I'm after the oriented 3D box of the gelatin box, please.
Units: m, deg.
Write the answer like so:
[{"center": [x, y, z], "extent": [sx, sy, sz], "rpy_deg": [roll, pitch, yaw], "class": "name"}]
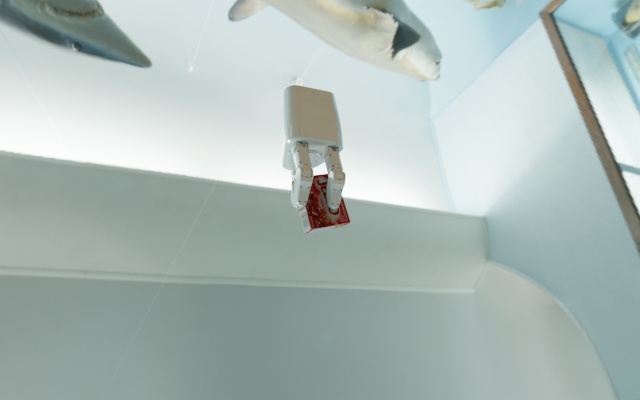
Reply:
[{"center": [0.000, 0.003, 0.764], "extent": [0.073, 0.089, 0.030], "rpy_deg": [-8, -14, -30], "class": "gelatin box"}]
